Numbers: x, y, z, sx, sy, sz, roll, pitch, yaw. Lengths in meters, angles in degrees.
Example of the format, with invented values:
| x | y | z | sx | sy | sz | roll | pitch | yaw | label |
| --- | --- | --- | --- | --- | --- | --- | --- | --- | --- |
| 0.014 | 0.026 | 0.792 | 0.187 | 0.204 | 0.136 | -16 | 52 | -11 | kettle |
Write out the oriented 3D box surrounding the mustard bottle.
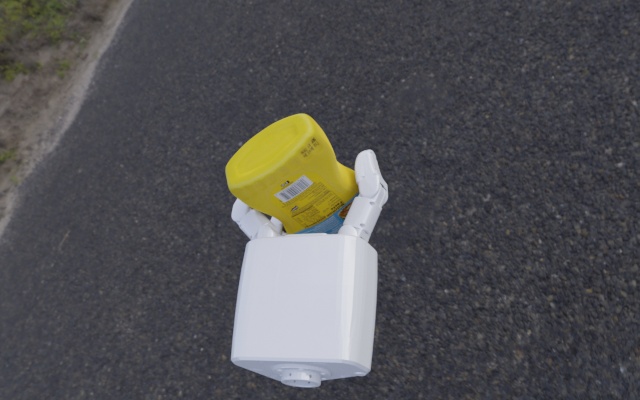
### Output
| x | y | z | sx | sy | sz | roll | pitch | yaw | label |
| --- | --- | --- | --- | --- | --- | --- | --- | --- | --- |
| 0.000 | 0.001 | 0.482 | 0.096 | 0.058 | 0.192 | -34 | -43 | 12 | mustard bottle |
